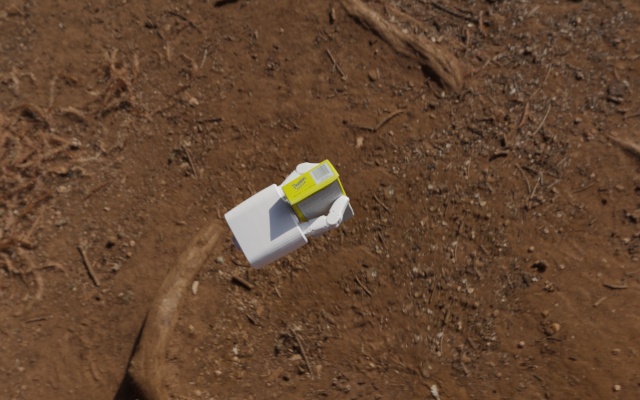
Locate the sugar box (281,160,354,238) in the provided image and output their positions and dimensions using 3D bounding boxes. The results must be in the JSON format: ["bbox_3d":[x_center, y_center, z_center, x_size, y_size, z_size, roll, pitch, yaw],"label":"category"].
[{"bbox_3d":[0.000,0.002,0.860,0.093,0.048,0.176,-30,-24,-2],"label":"sugar box"}]
